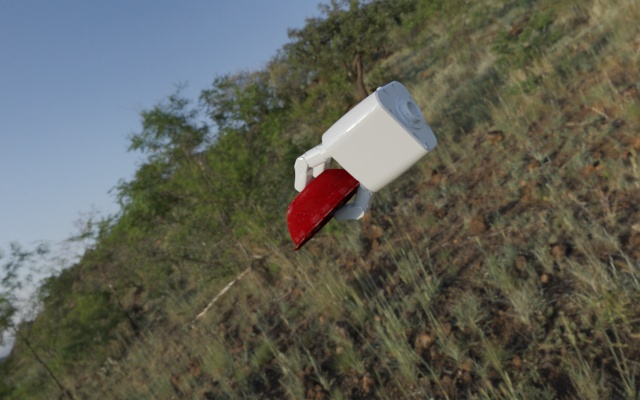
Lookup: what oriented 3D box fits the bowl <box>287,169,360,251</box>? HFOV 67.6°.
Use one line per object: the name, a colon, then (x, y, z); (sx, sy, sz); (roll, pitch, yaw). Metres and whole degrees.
bowl: (-0.001, 0.003, 0.735); (0.055, 0.162, 0.162); (44, 5, 5)
